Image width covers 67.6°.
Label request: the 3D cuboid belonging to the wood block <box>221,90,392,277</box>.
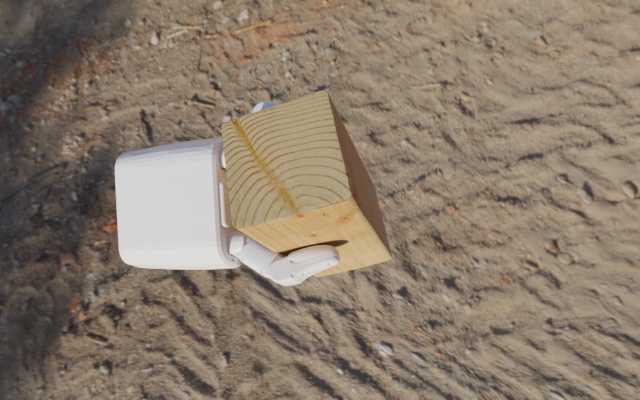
[{"bbox_3d":[0.000,0.002,0.437,0.090,0.090,0.206,-15,-22,11],"label":"wood block"}]
